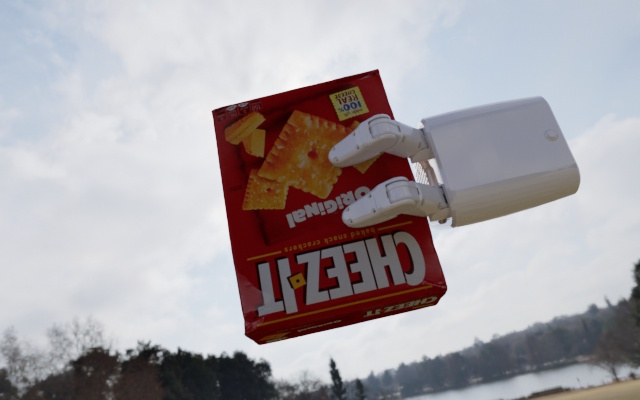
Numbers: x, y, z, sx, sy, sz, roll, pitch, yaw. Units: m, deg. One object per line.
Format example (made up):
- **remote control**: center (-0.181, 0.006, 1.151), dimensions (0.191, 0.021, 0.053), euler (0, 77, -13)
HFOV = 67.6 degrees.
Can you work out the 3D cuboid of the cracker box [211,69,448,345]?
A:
- **cracker box**: center (0.000, 0.001, 0.427), dimensions (0.164, 0.213, 0.072), euler (-13, -23, 0)
